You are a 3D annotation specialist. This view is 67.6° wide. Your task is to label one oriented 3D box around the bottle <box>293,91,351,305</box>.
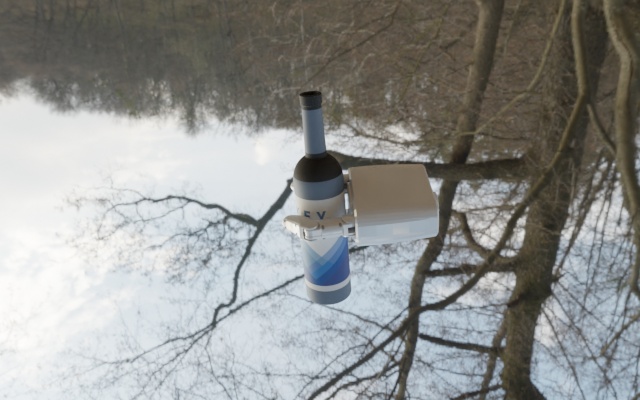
[{"bbox_3d":[0.000,0.002,0.643,0.069,0.296,0.069,-4,26,2],"label":"bottle"}]
